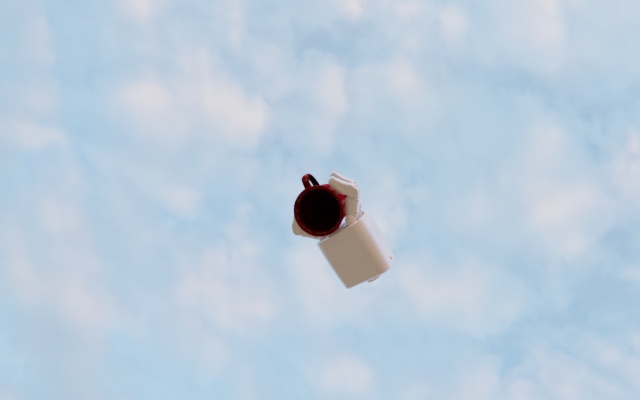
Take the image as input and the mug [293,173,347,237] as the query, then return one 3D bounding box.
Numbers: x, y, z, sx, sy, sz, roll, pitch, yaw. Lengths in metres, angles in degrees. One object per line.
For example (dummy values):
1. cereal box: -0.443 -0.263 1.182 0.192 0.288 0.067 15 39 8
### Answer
1. mug: -0.001 0.002 0.886 0.093 0.117 0.081 -31 0 18
